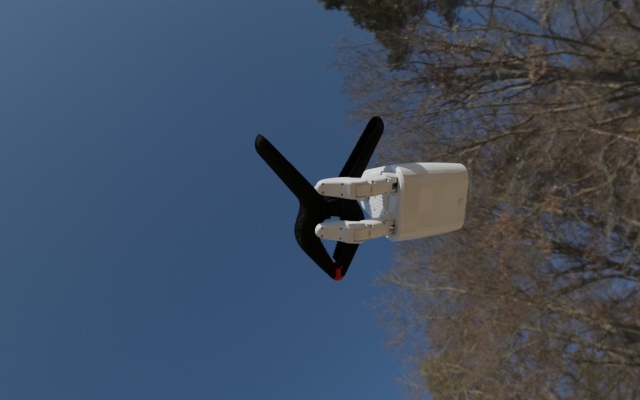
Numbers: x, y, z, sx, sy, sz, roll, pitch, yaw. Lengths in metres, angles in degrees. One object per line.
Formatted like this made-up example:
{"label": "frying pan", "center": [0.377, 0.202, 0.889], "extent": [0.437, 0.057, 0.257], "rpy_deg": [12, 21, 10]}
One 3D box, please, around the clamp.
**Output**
{"label": "clamp", "center": [0.000, 0.002, 0.597], "extent": [0.164, 0.210, 0.036], "rpy_deg": [-5, 17, -20]}
